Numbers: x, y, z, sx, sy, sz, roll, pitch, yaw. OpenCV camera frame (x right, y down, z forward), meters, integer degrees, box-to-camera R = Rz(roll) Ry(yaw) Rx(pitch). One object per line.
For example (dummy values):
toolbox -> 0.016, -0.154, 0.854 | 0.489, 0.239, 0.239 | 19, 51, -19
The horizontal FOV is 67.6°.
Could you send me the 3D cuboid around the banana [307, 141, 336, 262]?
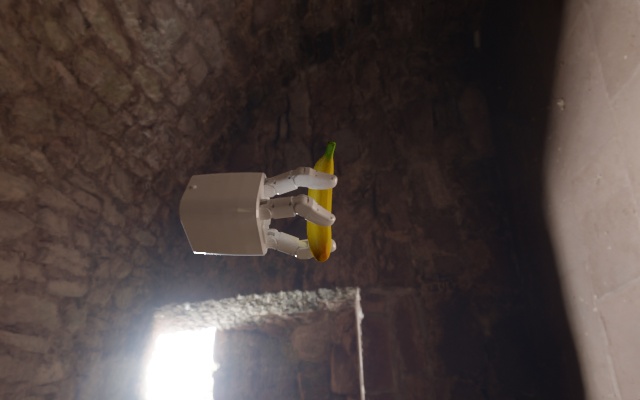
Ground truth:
banana -> -0.001, 0.009, 0.698 | 0.037, 0.197, 0.070 | 4, -31, -2
